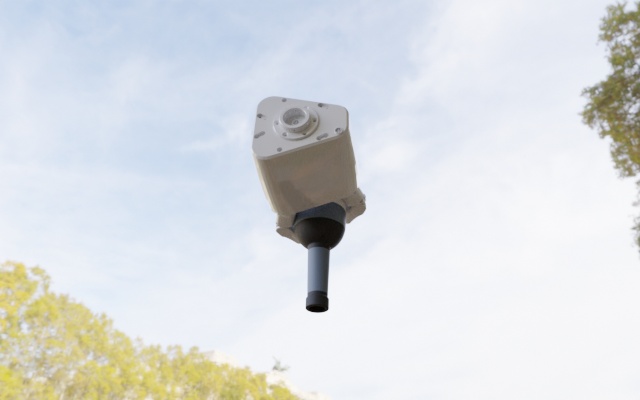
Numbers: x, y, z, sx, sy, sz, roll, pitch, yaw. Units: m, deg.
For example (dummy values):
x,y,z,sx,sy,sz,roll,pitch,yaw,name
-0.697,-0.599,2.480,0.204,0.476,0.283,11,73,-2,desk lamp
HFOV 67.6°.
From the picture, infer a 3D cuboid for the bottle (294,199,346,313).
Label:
x,y,z,sx,sy,sz,roll,pitch,yaw,name
0.000,0.002,0.626,0.069,0.295,0.069,1,-34,1,bottle
